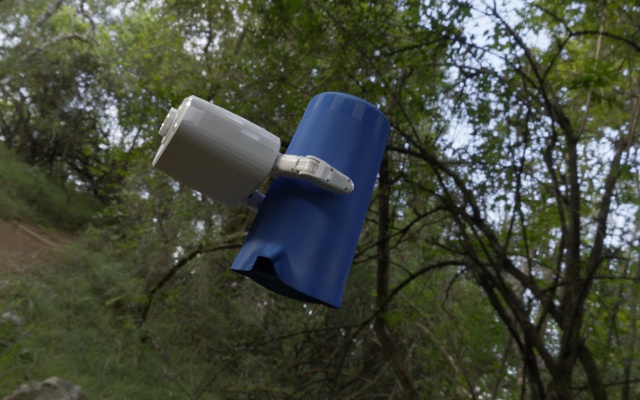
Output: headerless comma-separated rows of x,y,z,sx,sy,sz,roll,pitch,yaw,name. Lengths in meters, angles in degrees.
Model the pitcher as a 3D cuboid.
0.000,0.002,0.584,0.145,0.242,0.149,27,-15,-22,pitcher
